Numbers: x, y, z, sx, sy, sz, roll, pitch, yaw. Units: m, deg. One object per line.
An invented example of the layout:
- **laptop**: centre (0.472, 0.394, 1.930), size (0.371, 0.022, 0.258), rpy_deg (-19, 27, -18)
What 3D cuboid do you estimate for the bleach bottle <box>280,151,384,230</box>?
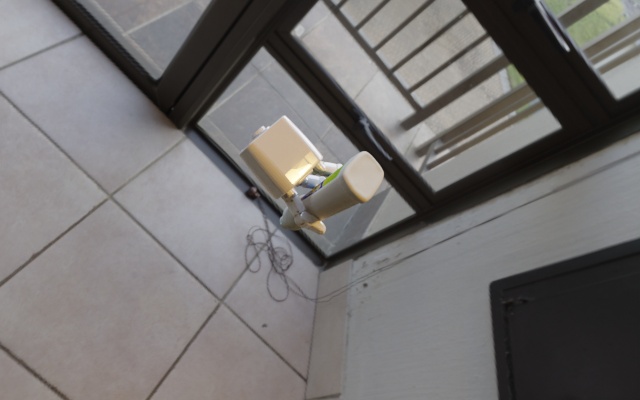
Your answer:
- **bleach bottle**: centre (0.000, 0.003, 0.880), size (0.251, 0.068, 0.102), rpy_deg (-32, 13, 44)
